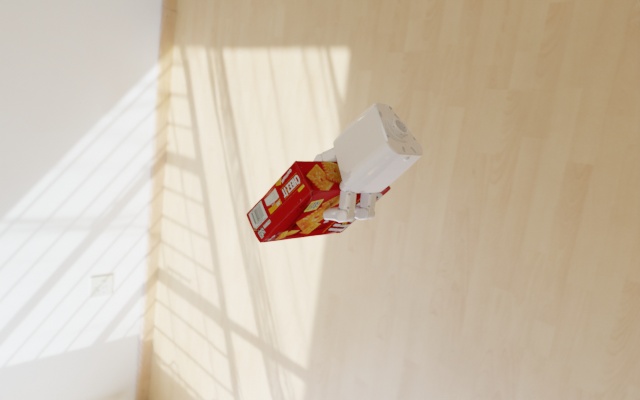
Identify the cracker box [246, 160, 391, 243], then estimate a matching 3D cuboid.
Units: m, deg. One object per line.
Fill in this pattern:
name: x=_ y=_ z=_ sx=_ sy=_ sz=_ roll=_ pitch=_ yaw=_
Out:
cracker box: x=0.000 y=0.003 z=0.864 sx=0.213 sy=0.072 sz=0.164 roll=-3 pitch=-32 yaw=-46
